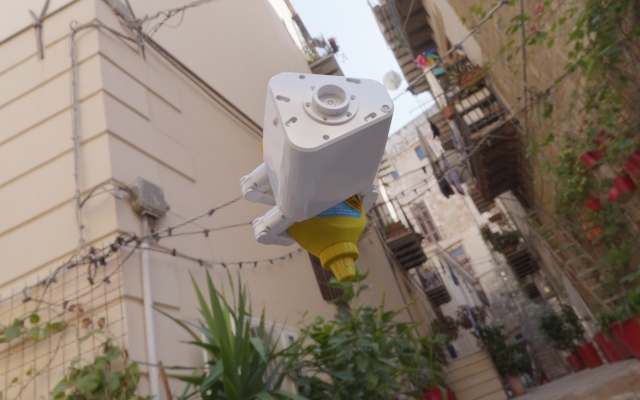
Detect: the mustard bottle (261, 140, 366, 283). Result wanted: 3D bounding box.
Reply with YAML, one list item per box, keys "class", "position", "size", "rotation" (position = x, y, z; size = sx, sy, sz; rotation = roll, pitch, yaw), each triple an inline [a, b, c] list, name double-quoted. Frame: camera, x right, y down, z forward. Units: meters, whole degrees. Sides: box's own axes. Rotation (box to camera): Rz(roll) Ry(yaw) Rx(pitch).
- class: "mustard bottle"
  position: [0.000, 0.002, 0.536]
  size: [0.096, 0.191, 0.058]
  rotation: [3, -37, -35]
